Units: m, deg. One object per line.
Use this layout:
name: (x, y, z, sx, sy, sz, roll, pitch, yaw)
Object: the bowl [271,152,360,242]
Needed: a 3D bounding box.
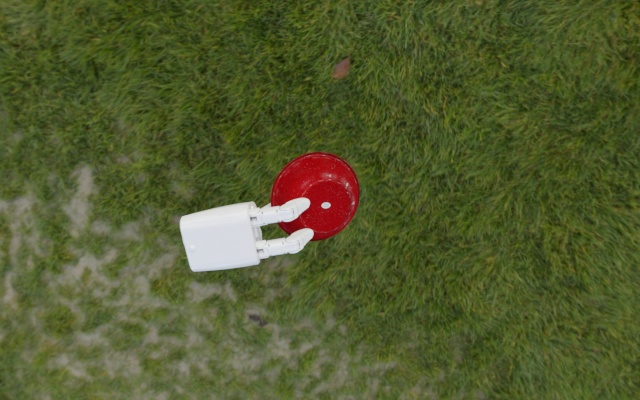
bowl: (0.001, 0.002, 0.801, 0.162, 0.162, 0.055, 0, 17, -18)
